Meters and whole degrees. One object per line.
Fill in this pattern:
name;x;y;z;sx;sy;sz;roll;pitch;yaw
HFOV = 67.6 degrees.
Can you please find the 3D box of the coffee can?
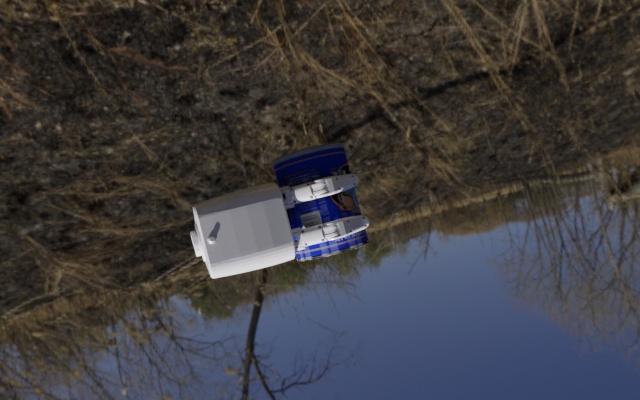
coffee can;0.000;0.002;0.656;0.103;0.140;0.103;-15;-1;0
